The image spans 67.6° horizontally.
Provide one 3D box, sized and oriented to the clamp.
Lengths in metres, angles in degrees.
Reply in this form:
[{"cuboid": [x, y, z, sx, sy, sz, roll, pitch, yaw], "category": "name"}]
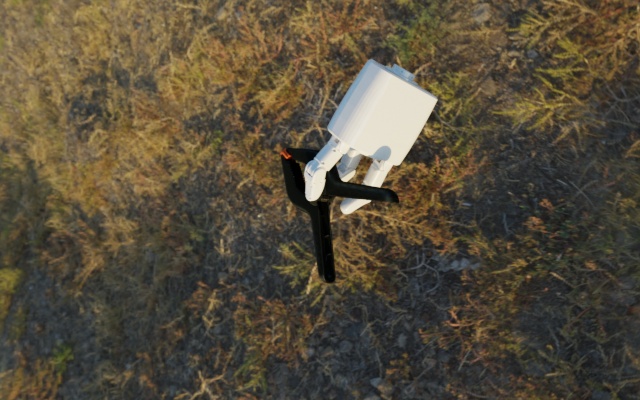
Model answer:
[{"cuboid": [-0.001, 0.002, 0.686, 0.036, 0.164, 0.210, 8, 30, -49], "category": "clamp"}]
